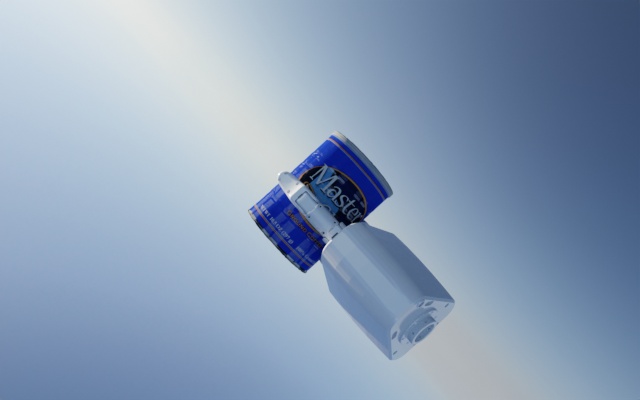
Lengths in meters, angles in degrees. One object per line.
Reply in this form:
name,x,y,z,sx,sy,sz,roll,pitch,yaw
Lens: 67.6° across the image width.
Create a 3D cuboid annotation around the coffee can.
coffee can,0.000,0.002,0.569,0.140,0.103,0.103,-42,1,-1
